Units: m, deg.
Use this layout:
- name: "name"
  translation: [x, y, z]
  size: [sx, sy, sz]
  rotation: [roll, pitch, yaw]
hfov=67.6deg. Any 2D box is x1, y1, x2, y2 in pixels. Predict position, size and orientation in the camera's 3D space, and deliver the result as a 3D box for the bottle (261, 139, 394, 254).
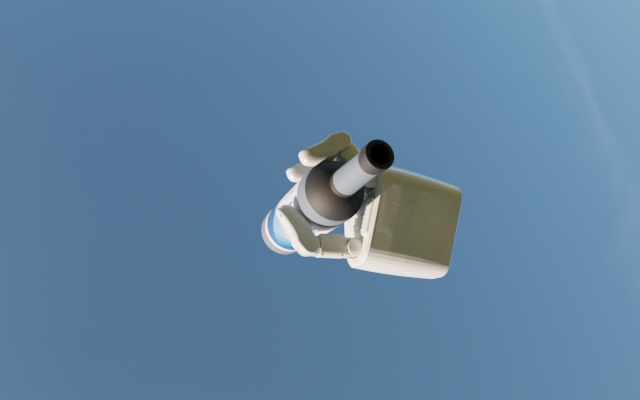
- name: "bottle"
  translation: [0.000, 0.002, 0.530]
  size: [0.069, 0.069, 0.296]
  rotation: [0, -16, -21]
